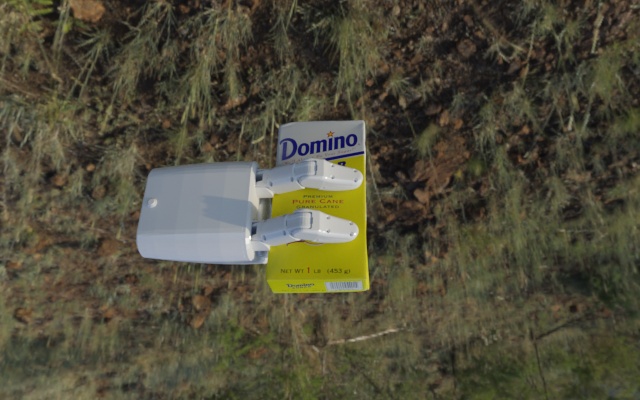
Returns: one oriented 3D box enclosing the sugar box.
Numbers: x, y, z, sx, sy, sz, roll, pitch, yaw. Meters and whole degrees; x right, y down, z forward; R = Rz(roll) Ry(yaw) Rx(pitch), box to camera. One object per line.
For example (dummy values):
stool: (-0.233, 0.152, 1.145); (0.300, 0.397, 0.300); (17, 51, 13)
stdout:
sugar box: (0.000, 0.001, 0.475); (0.093, 0.176, 0.048); (-2, -26, 5)
